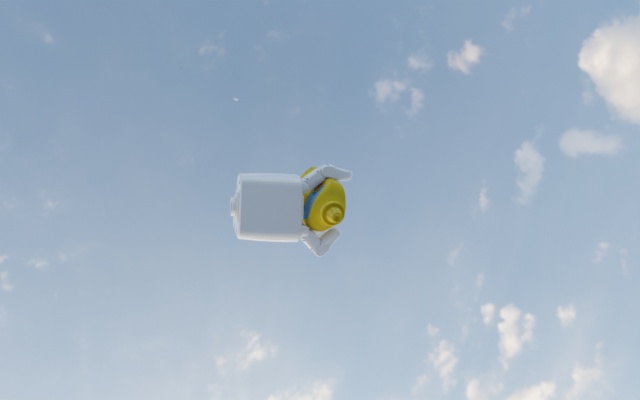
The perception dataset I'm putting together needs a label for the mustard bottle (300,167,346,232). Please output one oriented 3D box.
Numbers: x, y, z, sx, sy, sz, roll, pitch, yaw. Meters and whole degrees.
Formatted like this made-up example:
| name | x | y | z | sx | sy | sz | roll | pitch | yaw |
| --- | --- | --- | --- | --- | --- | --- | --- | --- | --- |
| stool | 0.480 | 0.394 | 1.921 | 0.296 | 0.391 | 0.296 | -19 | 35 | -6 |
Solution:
| name | x | y | z | sx | sy | sz | roll | pitch | yaw |
| --- | --- | --- | --- | --- | --- | --- | --- | --- | --- |
| mustard bottle | 0.000 | 0.003 | 0.854 | 0.058 | 0.096 | 0.191 | 28 | 6 | -21 |
